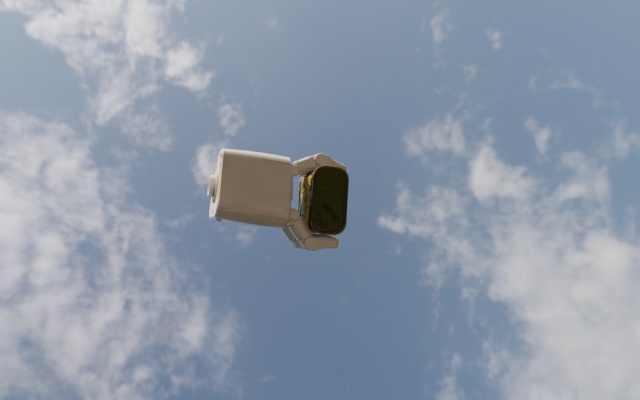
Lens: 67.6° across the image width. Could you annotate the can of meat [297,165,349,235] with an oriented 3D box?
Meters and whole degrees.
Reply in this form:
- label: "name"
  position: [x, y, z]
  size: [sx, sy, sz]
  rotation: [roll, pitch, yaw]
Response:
- label: "can of meat"
  position: [0.000, 0.002, 0.742]
  size: [0.057, 0.102, 0.084]
  rotation: [5, -6, -19]
